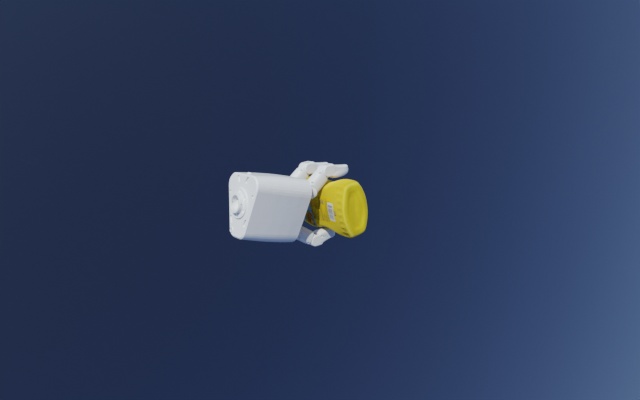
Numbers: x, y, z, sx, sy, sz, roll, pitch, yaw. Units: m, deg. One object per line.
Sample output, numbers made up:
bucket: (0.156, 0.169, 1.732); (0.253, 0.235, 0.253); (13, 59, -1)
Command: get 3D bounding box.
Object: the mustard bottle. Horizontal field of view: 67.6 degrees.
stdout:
mustard bottle: (0.001, 0.003, 0.864); (0.058, 0.096, 0.191); (-24, 23, -33)
